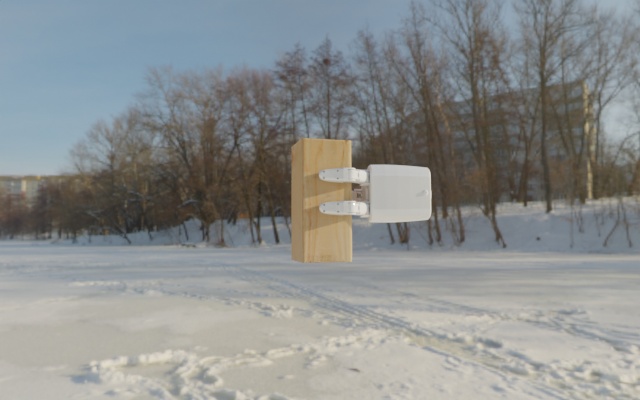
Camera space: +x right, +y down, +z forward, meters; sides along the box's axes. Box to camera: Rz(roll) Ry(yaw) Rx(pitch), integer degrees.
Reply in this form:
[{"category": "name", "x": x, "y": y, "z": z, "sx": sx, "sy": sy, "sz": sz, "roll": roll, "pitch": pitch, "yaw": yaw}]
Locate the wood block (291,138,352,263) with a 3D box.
[{"category": "wood block", "x": 0.000, "y": 0.003, "z": 0.836, "sx": 0.090, "sy": 0.206, "sz": 0.091, "roll": 1, "pitch": -4, "yaw": -14}]
